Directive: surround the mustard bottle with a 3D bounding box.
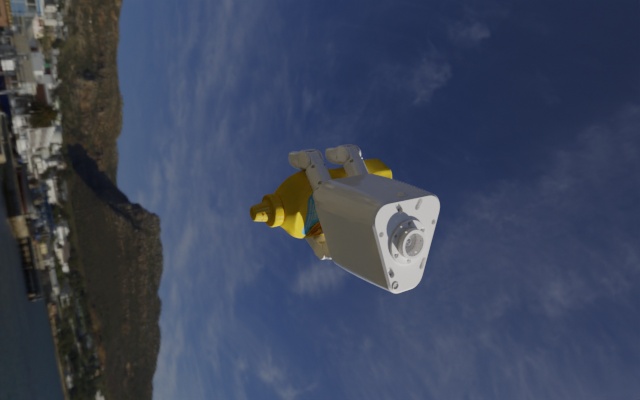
[{"bbox_3d":[0.000,0.002,0.621,0.191,0.096,0.058,-10,41,-30],"label":"mustard bottle"}]
